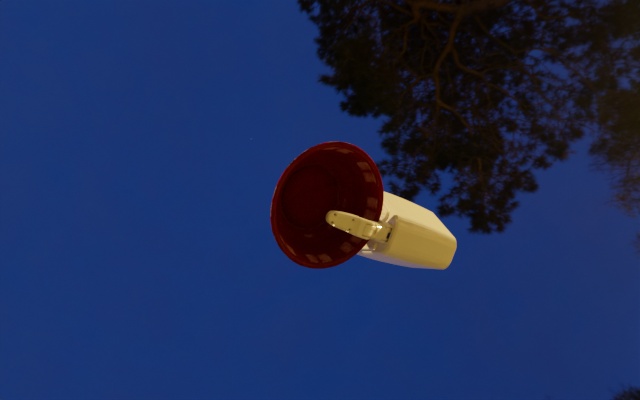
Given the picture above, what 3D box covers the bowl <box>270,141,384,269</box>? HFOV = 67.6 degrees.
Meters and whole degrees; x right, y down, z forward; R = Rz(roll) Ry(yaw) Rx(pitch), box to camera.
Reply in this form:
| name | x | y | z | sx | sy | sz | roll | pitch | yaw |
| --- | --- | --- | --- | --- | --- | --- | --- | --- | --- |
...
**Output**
| name | x | y | z | sx | sy | sz | roll | pitch | yaw |
| --- | --- | --- | --- | --- | --- | --- | --- | --- | --- |
| bowl | -0.001 | 0.001 | 0.606 | 0.162 | 0.162 | 0.055 | 0 | 14 | -31 |
